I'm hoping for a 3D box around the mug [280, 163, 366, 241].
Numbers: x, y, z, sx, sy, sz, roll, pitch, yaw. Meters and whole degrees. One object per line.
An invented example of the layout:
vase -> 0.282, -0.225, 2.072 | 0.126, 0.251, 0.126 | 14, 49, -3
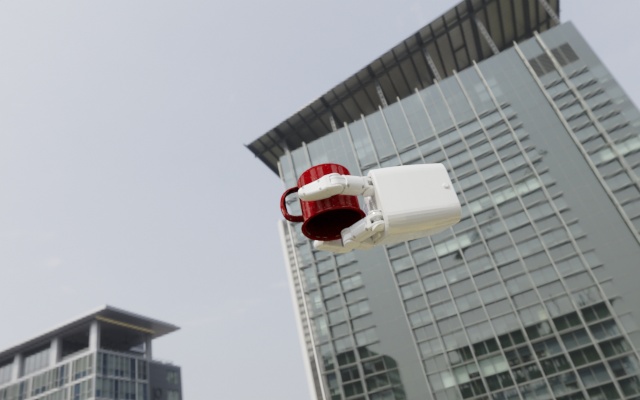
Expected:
mug -> -0.001, 0.002, 0.684 | 0.117, 0.081, 0.093 | -6, -32, -10
